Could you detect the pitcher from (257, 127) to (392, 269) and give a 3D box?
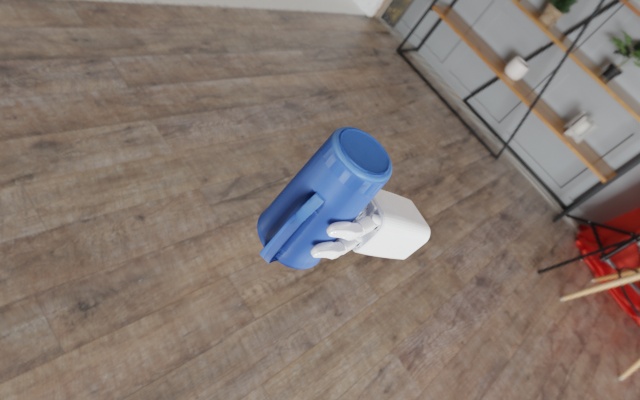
[{"bbox_3d":[0.000,0.003,0.768,0.145,0.149,0.243,14,-44,-28],"label":"pitcher"}]
